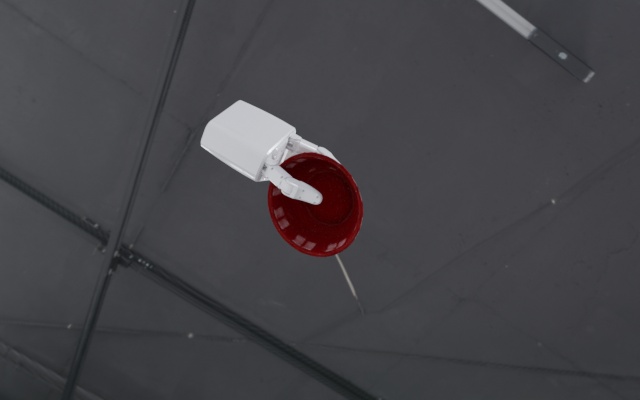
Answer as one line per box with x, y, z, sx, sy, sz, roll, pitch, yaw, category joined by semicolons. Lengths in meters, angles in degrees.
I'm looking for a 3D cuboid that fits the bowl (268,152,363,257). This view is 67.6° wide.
0.001;0.003;0.736;0.162;0.162;0.055;0;13;28;bowl
